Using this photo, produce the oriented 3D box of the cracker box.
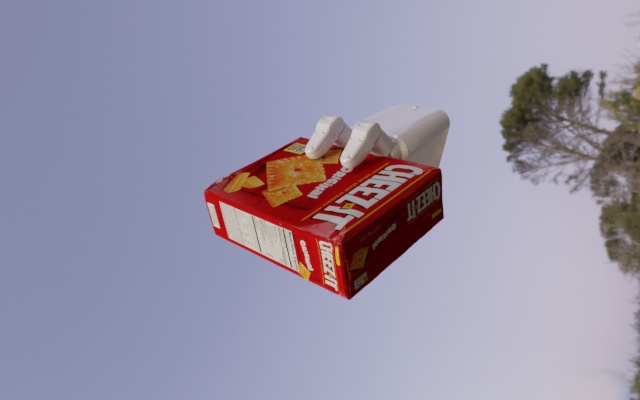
[{"bbox_3d":[0.000,0.002,0.528,0.213,0.072,0.164,18,40,41],"label":"cracker box"}]
